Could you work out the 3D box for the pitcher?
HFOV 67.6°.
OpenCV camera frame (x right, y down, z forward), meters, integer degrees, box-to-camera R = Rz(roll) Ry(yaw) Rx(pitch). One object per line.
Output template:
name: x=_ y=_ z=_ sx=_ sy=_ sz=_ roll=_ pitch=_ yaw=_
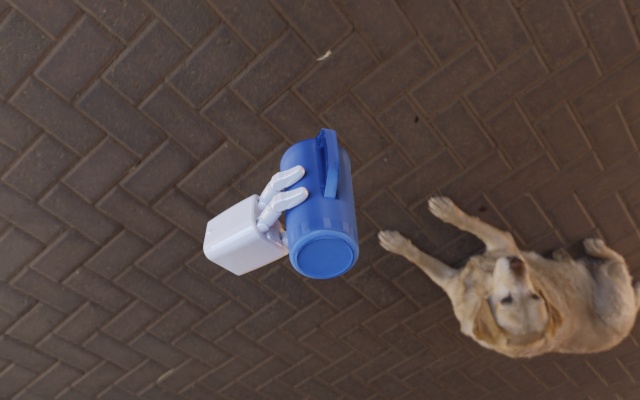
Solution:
pitcher: x=0.000 y=0.003 z=0.809 sx=0.145 sy=0.242 sz=0.149 roll=-27 pitch=-53 yaw=16
